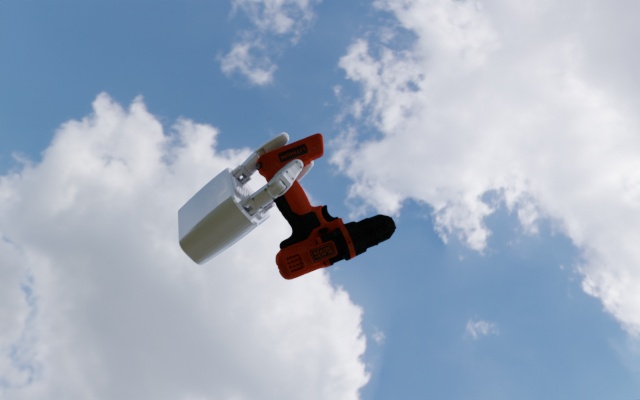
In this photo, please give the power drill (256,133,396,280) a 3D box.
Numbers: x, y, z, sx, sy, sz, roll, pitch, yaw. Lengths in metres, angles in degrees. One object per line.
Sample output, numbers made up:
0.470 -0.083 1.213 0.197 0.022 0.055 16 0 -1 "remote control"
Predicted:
0.000 0.002 0.694 0.184 0.187 0.057 -21 -2 -10 "power drill"
